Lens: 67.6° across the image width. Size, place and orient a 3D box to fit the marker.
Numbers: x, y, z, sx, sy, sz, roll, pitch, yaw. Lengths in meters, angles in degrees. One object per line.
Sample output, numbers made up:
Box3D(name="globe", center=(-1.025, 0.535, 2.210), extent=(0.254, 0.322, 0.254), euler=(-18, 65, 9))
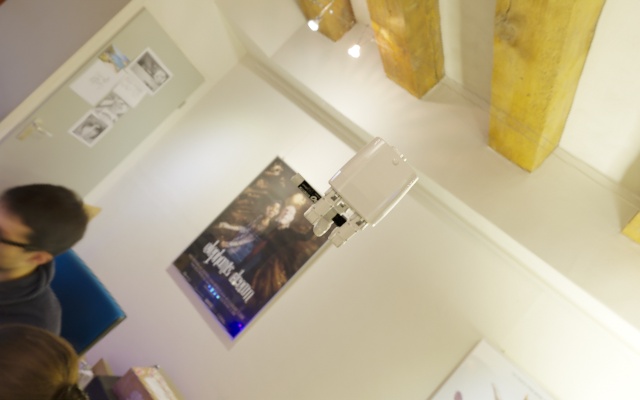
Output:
Box3D(name="marker", center=(0.000, 0.003, 0.785), extent=(0.020, 0.121, 0.020), euler=(-45, 6, 6))
